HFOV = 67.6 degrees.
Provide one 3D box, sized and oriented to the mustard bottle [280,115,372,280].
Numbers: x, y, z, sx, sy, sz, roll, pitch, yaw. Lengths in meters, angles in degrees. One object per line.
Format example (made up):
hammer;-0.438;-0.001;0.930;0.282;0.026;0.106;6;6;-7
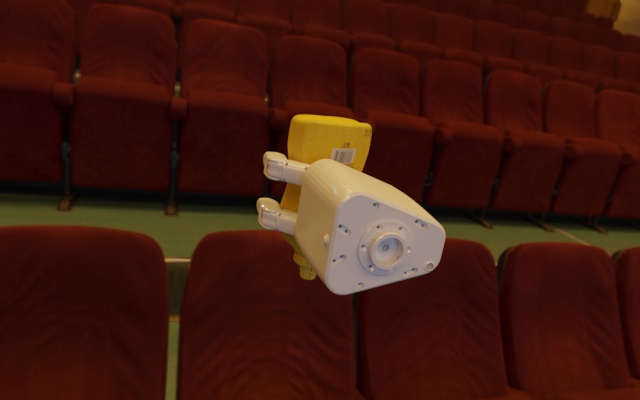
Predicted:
mustard bottle;0.000;0.001;0.548;0.096;0.192;0.058;-4;20;-39
